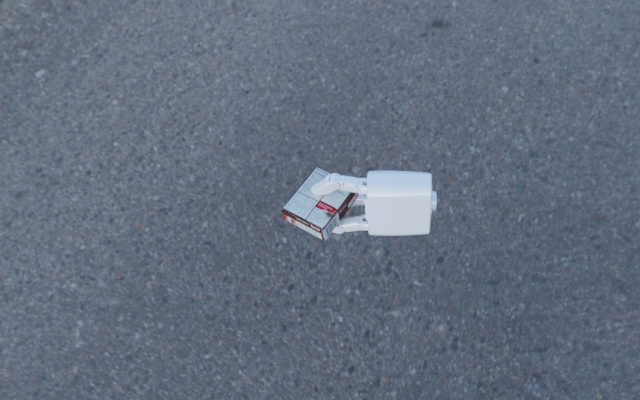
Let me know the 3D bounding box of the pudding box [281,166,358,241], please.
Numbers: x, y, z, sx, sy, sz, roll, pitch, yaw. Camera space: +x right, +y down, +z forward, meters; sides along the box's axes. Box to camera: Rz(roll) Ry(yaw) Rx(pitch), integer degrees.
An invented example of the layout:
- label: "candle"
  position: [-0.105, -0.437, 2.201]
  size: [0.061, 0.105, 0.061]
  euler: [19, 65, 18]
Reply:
- label: "pudding box"
  position: [0.000, 0.003, 0.839]
  size: [0.090, 0.113, 0.039]
  euler: [26, -29, 24]
